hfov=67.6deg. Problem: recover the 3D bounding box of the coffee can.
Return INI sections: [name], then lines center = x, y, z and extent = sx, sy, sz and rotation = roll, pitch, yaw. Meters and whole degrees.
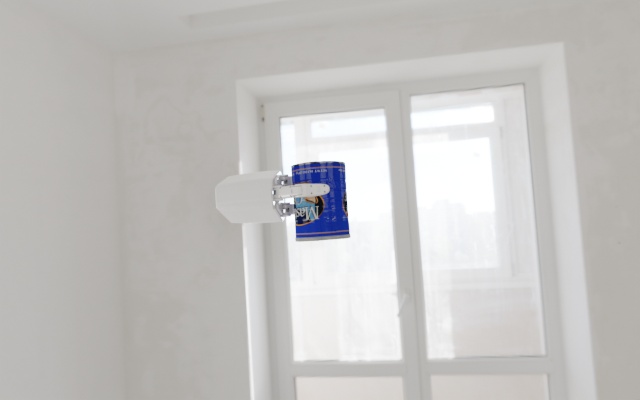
[coffee can]
center = 0.000, 0.003, 0.886
extent = 0.103, 0.140, 0.103
rotation = -4, -3, 0
